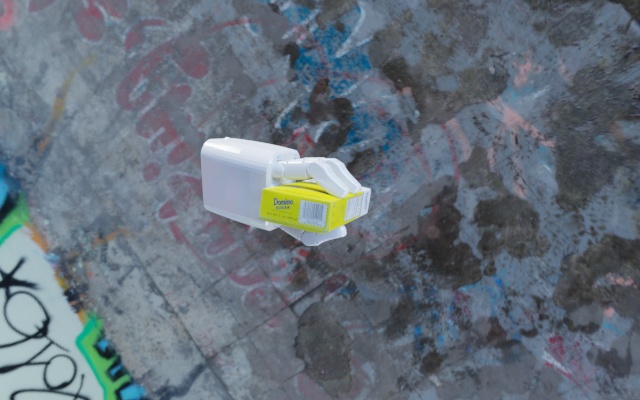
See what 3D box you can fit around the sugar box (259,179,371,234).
[{"bbox_3d":[0.000,0.002,0.645,0.093,0.048,0.176,12,13,19],"label":"sugar box"}]
